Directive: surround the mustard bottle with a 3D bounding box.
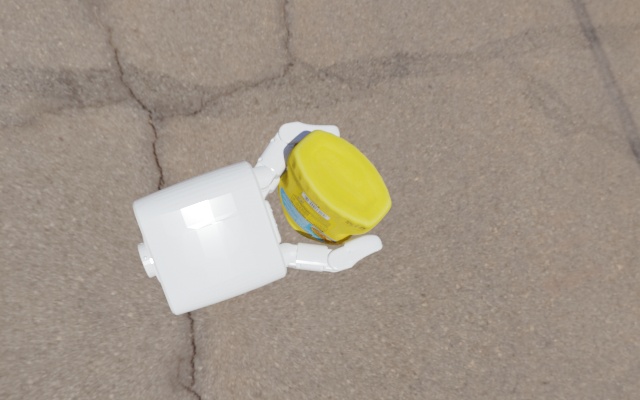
[{"bbox_3d":[0.000,0.001,0.485,0.096,0.058,0.192,43,-18,0],"label":"mustard bottle"}]
